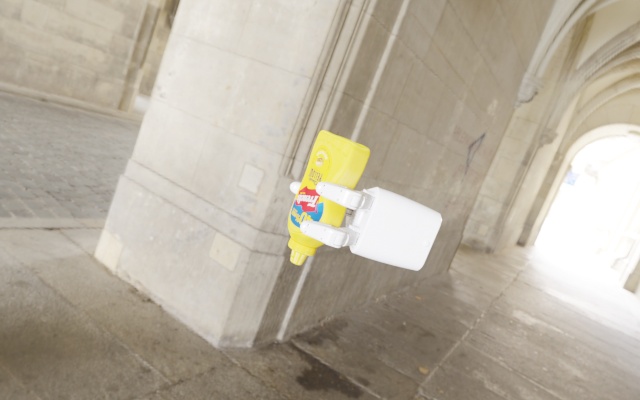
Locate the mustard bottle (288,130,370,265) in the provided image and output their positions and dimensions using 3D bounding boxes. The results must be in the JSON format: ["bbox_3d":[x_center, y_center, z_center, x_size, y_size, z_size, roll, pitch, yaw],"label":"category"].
[{"bbox_3d":[0.000,0.002,0.676,0.058,0.191,0.096,15,11,-36],"label":"mustard bottle"}]
